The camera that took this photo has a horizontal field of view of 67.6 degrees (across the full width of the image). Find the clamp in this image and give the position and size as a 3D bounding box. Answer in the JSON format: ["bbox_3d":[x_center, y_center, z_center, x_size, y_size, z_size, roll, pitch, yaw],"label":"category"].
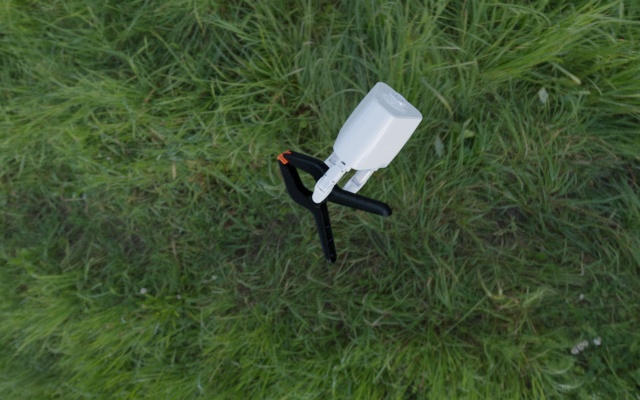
[{"bbox_3d":[-0.001,0.002,0.825,0.210,0.165,0.036,42,33,7],"label":"clamp"}]
